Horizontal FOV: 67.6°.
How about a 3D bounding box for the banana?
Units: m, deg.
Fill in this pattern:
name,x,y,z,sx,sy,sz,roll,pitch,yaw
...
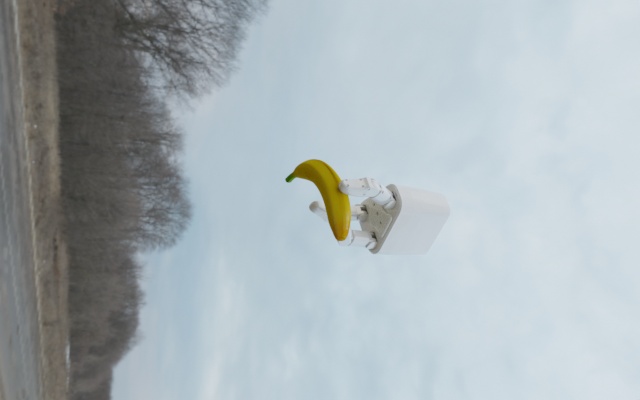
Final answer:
name,x,y,z,sx,sy,sz,roll,pitch,yaw
banana,0.006,-0.016,0.722,0.037,0.070,0.197,11,22,-32
